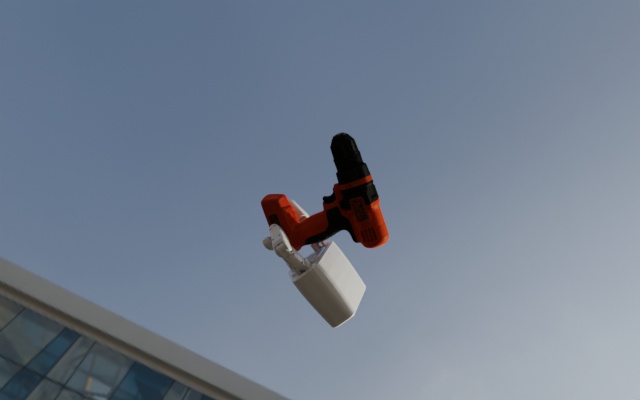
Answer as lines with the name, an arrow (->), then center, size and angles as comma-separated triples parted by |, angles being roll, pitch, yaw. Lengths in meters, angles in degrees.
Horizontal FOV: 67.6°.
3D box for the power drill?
power drill -> 0.000, 0.003, 0.761 | 0.188, 0.184, 0.057 | -17, 5, 27
